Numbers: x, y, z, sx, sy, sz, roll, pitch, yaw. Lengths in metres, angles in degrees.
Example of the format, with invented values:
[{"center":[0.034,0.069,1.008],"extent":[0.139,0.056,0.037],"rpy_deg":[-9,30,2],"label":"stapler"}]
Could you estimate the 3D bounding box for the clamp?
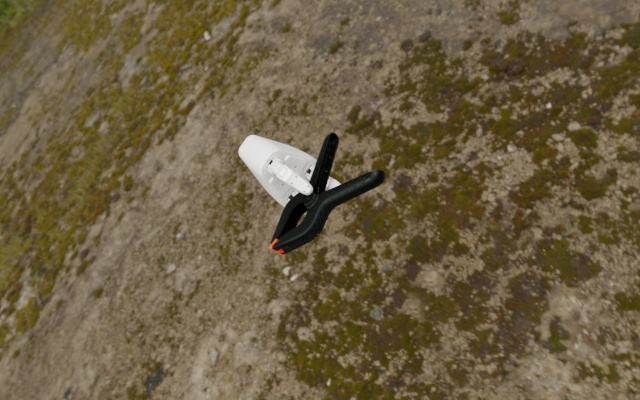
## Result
[{"center":[-0.001,0.002,0.731],"extent":[0.036,0.210,0.164],"rpy_deg":[35,1,-36],"label":"clamp"}]
